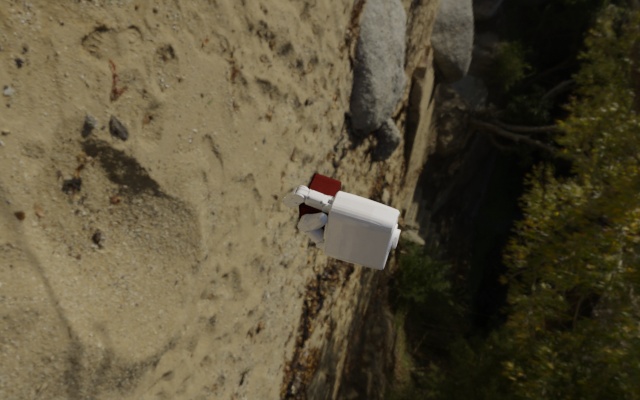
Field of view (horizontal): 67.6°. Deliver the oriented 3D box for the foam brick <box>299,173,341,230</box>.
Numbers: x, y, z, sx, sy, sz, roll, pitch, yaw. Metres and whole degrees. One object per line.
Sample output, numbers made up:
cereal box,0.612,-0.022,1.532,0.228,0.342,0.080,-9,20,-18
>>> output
foam brick,0.000,0.002,0.826,0.051,0.078,0.053,16,-35,12
